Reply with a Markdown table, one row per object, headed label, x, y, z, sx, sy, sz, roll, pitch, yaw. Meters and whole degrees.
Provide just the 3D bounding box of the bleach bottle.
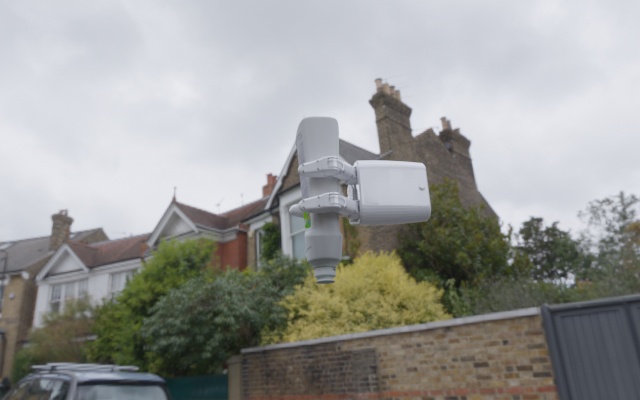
| label | x | y | z | sx | sy | sz | roll | pitch | yaw |
| --- | --- | --- | --- | --- | --- | --- | --- | --- | --- |
| bleach bottle | 0.000 | 0.002 | 0.733 | 0.068 | 0.250 | 0.103 | 0 | -20 | -7 |
